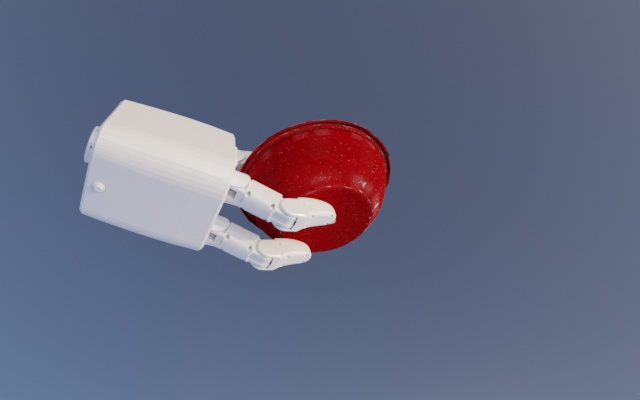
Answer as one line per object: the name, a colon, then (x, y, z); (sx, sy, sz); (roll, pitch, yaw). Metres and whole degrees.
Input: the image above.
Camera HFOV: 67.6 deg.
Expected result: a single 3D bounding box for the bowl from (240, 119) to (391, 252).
bowl: (0.001, 0.002, 0.473); (0.162, 0.162, 0.055); (0, 44, -18)
